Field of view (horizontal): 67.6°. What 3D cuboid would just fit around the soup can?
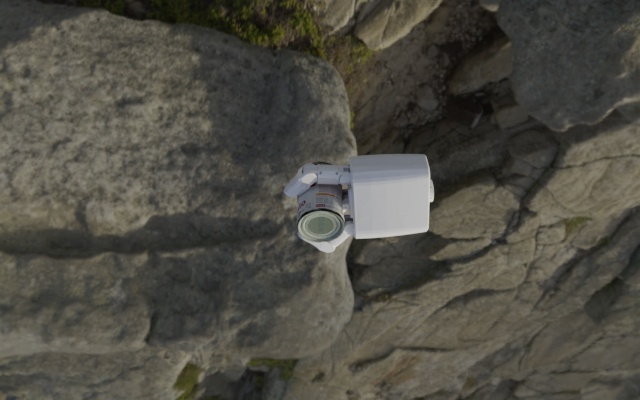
[{"bbox_3d":[0.000,0.002,0.687,0.068,0.069,0.102,0,44,-1],"label":"soup can"}]
